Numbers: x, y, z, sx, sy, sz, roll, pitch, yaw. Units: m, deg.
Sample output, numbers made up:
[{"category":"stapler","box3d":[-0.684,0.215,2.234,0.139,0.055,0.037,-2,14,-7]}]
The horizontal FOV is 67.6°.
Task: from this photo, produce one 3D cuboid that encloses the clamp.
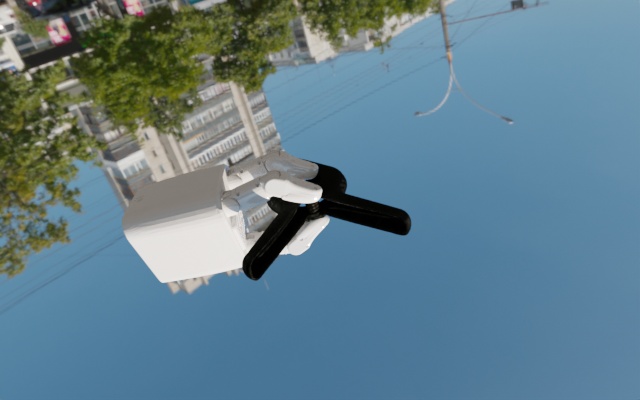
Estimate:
[{"category":"clamp","box3d":[0.000,0.002,0.525,0.164,0.036,0.210,-12,29,2]}]
